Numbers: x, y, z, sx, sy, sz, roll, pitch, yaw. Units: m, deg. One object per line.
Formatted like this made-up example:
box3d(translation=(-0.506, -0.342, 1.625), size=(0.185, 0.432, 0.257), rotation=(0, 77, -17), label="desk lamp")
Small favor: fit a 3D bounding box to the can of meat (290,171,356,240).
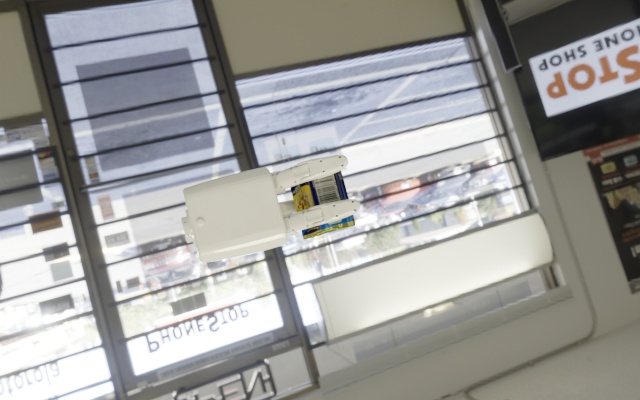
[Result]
box3d(translation=(0.000, 0.002, 0.623), size=(0.057, 0.084, 0.102), rotation=(-13, -6, -19), label="can of meat")
